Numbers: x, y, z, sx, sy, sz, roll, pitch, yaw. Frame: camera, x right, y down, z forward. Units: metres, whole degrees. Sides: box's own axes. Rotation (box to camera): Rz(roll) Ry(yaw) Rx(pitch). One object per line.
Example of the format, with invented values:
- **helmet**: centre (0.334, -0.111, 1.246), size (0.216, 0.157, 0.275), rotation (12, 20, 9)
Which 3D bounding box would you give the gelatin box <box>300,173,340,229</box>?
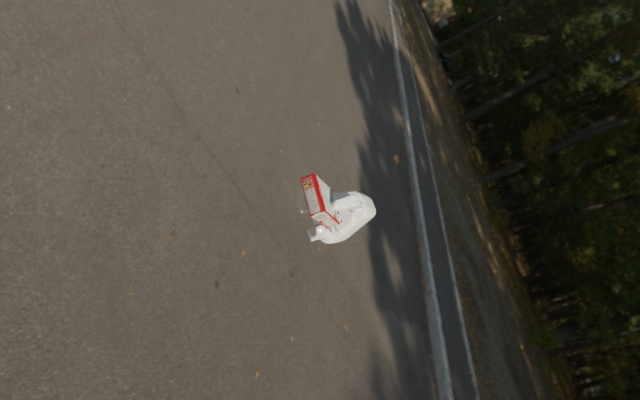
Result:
- **gelatin box**: centre (0.000, 0.002, 0.823), size (0.030, 0.073, 0.089), rotation (-20, -22, 13)
